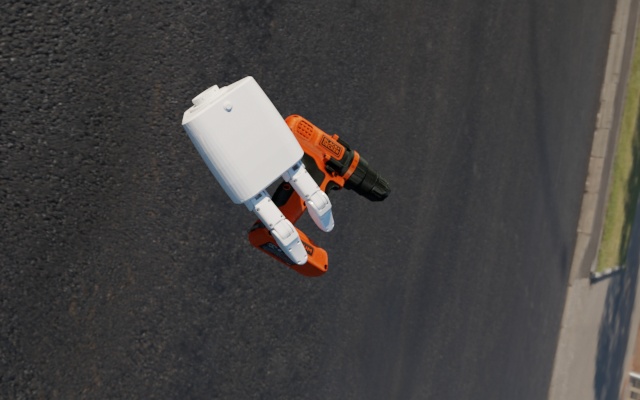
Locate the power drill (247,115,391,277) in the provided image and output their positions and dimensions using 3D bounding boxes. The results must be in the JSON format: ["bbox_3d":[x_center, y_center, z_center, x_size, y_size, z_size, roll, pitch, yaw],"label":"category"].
[{"bbox_3d":[0.000,0.002,0.633,0.184,0.187,0.057,32,-30,-18],"label":"power drill"}]
